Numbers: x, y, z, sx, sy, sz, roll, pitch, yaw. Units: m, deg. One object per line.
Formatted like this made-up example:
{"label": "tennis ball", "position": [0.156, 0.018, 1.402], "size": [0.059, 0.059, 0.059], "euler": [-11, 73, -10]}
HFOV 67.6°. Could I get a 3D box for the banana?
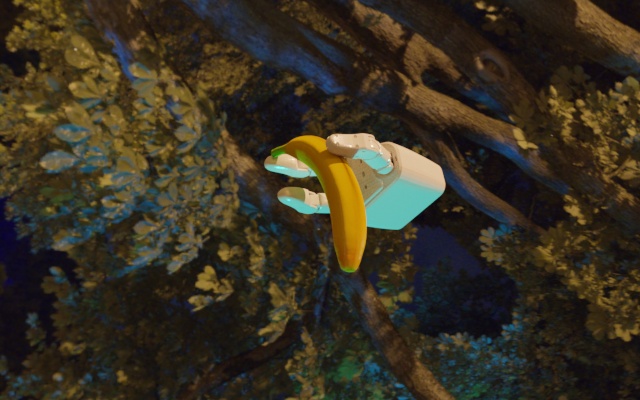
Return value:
{"label": "banana", "position": [0.009, -0.014, 0.528], "size": [0.037, 0.070, 0.197], "euler": [15, 33, -44]}
